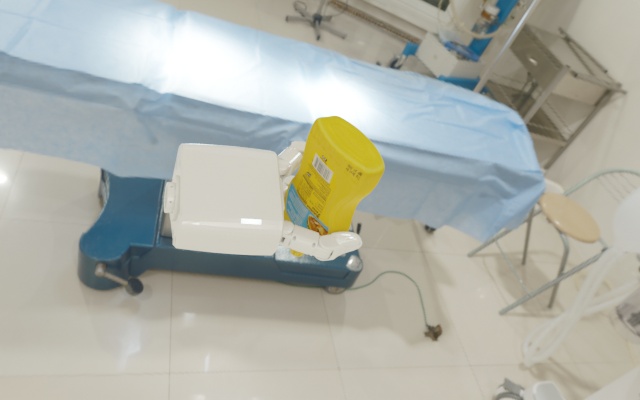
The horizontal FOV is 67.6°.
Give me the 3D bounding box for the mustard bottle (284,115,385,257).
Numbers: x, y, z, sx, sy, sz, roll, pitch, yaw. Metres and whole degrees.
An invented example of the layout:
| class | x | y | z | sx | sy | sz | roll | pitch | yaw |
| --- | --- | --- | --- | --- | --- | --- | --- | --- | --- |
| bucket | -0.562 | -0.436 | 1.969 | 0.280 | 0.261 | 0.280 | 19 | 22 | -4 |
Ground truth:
| class | x | y | z | sx | sy | sz | roll | pitch | yaw |
| --- | --- | --- | --- | --- | --- | --- | --- | --- | --- |
| mustard bottle | 0.000 | 0.002 | 0.566 | 0.058 | 0.192 | 0.096 | -17 | 55 | -40 |
